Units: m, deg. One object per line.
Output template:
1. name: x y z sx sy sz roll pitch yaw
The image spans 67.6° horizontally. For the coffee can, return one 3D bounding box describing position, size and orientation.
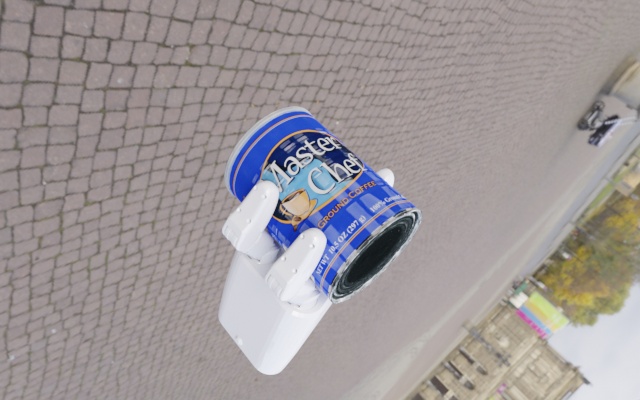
1. coffee can: 0.000 0.001 0.409 0.140 0.103 0.103 44 21 23
